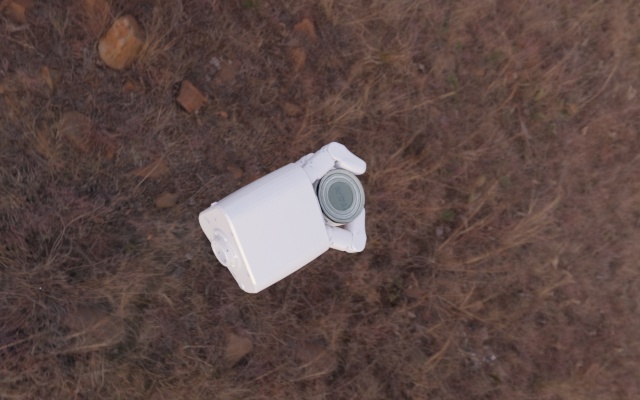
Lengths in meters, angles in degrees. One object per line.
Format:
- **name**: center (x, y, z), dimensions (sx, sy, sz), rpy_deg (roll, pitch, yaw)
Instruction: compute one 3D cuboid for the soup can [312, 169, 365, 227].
- **soup can**: center (0.001, 0.002, 0.601), dimensions (0.068, 0.068, 0.102), rpy_deg (0, -9, -30)
